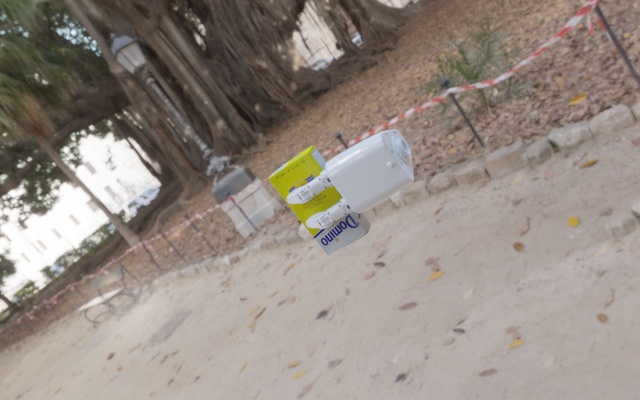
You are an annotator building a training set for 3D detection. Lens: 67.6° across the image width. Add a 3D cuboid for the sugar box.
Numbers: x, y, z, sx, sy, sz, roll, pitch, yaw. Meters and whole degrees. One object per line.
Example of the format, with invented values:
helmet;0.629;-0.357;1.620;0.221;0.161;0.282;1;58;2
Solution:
sugar box;0.000;0.003;0.827;0.093;0.176;0.048;-31;13;25
